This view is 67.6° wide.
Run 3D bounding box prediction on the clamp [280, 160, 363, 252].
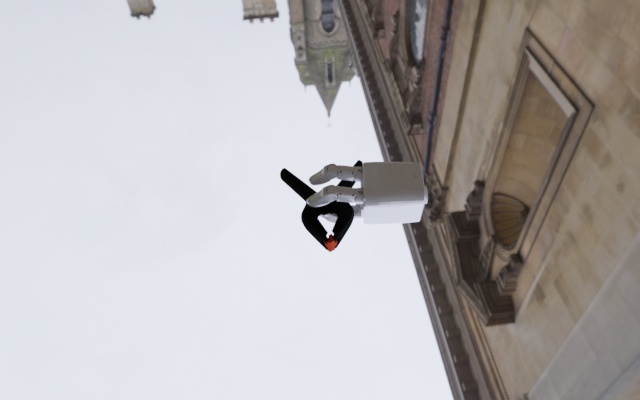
[{"bbox_3d":[0.000,0.004,0.875,0.164,0.209,0.036,-2,-43,5],"label":"clamp"}]
